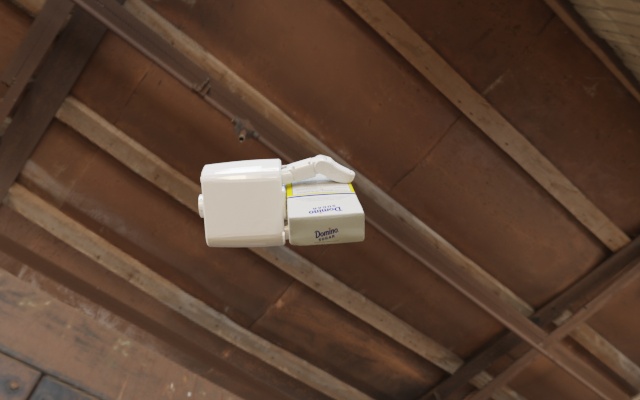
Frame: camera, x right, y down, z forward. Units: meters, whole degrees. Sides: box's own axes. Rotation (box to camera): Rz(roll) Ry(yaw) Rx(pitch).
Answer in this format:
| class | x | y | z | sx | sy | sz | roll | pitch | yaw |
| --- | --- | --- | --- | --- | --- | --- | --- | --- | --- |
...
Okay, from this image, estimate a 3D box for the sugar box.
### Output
| class | x | y | z | sx | sy | sz | roll | pitch | yaw |
| --- | --- | --- | --- | --- | --- | --- | --- | --- | --- |
| sugar box | 0.000 | 0.003 | 0.649 | 0.093 | 0.048 | 0.176 | -3 | 25 | -3 |
